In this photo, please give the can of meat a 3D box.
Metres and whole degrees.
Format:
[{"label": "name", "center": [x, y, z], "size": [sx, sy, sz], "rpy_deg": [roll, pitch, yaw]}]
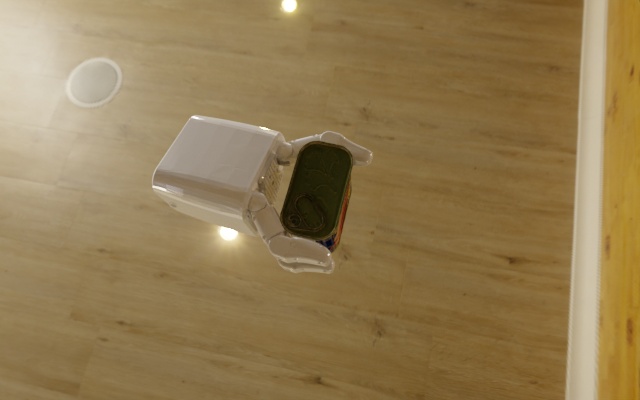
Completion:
[{"label": "can of meat", "center": [0.000, 0.002, 0.508], "size": [0.057, 0.102, 0.084], "rpy_deg": [12, -17, 9]}]
